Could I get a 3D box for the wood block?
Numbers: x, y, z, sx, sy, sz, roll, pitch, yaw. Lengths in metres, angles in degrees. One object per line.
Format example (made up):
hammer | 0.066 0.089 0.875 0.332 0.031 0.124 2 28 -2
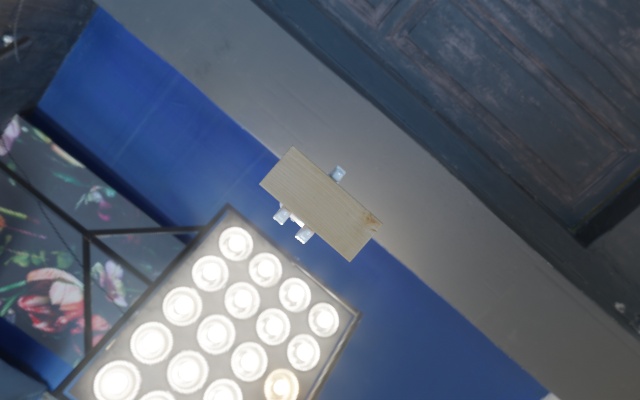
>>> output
wood block | 0.000 0.003 0.855 0.206 0.091 0.090 41 2 -5
